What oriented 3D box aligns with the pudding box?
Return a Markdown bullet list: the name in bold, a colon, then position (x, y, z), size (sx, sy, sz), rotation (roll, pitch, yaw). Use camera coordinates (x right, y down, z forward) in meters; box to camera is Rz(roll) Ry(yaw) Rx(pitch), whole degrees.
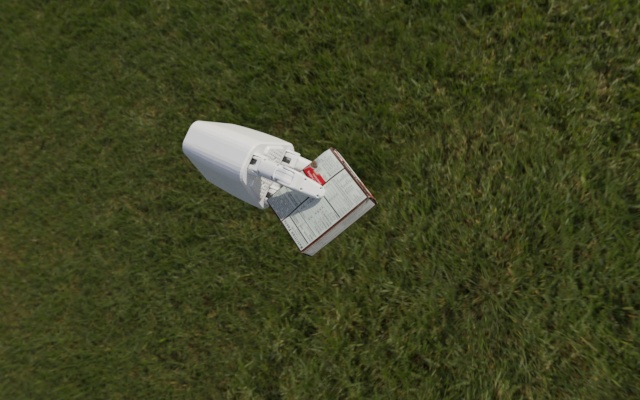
- **pudding box**: position (0.000, 0.002, 0.604), size (0.113, 0.090, 0.039), rotation (-40, -23, 10)
